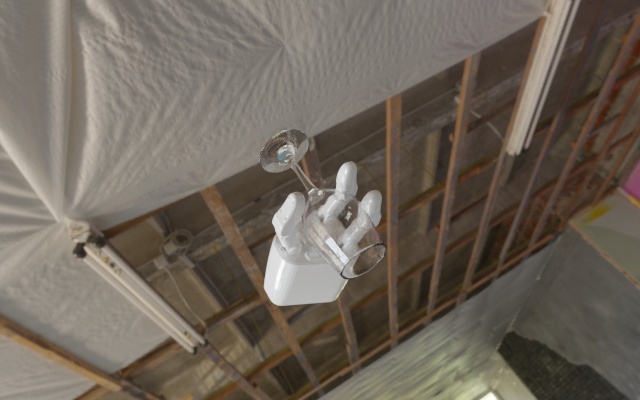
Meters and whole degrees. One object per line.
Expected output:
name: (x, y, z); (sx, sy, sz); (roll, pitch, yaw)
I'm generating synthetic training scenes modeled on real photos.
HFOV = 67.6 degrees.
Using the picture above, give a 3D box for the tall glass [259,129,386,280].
tall glass: (0.000, 0.001, 0.594); (0.079, 0.079, 0.201); (0, 43, -43)
